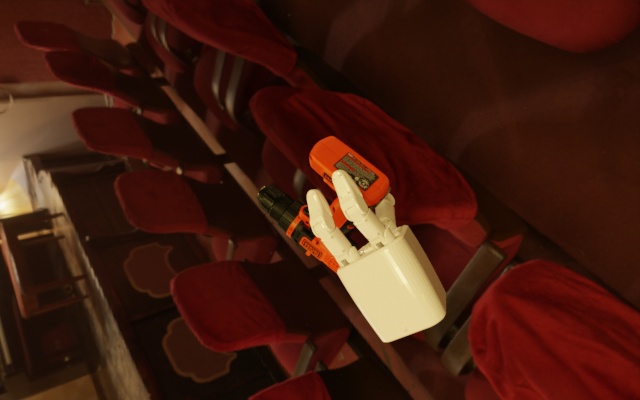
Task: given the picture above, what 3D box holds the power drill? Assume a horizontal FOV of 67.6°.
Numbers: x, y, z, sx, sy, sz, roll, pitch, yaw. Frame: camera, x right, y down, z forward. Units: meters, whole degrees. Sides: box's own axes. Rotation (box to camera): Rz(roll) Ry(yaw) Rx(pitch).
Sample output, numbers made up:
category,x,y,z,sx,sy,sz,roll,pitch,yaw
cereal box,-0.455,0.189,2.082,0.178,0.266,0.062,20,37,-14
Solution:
category,x,y,z,sx,sy,sz,roll,pitch,yaw
power drill,0.000,0.002,0.652,0.057,0.184,0.188,-46,-11,-37
